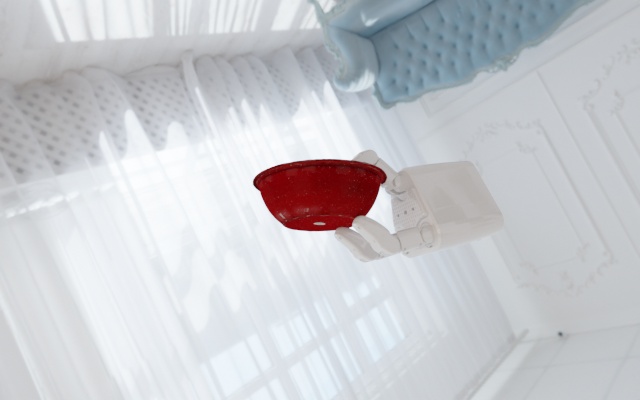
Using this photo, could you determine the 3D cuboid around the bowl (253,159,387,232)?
[{"bbox_3d":[-0.001,0.002,0.570,0.162,0.055,0.162,-2,-15,0],"label":"bowl"}]
